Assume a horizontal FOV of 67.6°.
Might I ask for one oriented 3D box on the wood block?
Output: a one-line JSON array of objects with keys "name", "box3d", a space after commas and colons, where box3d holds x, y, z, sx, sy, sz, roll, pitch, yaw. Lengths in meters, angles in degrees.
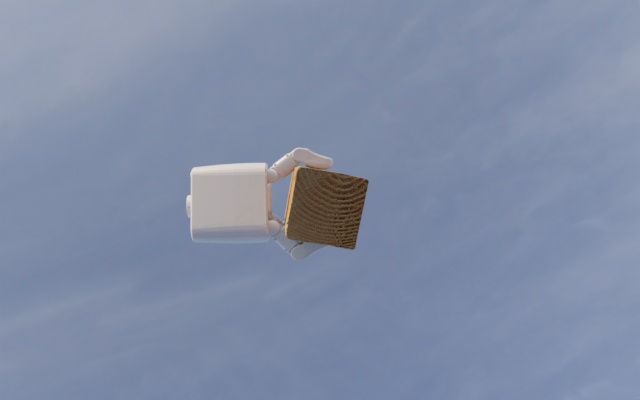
[{"name": "wood block", "box3d": [0.000, 0.002, 0.677, 0.090, 0.091, 0.206, 10, 4, -5]}]
